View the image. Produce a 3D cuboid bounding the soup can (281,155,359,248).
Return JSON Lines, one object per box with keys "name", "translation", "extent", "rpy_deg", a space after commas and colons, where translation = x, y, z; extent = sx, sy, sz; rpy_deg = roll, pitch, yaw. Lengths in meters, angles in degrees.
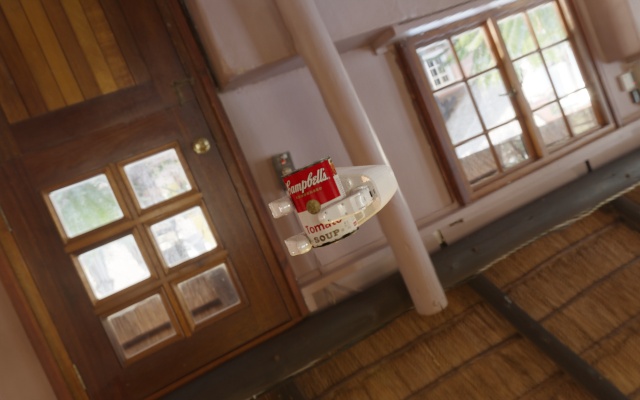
{"name": "soup can", "translation": [0.000, 0.002, 0.614], "extent": [0.068, 0.102, 0.068], "rpy_deg": [-23, 4, 2]}
